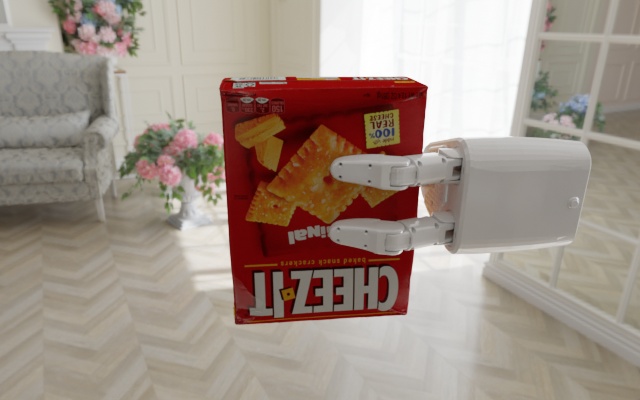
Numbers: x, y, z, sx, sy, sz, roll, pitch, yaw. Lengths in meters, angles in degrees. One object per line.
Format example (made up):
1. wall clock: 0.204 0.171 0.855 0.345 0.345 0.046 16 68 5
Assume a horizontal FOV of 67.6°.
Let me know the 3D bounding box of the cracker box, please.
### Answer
1. cracker box: 0.000 0.001 0.424 0.164 0.214 0.072 -2 21 -6
